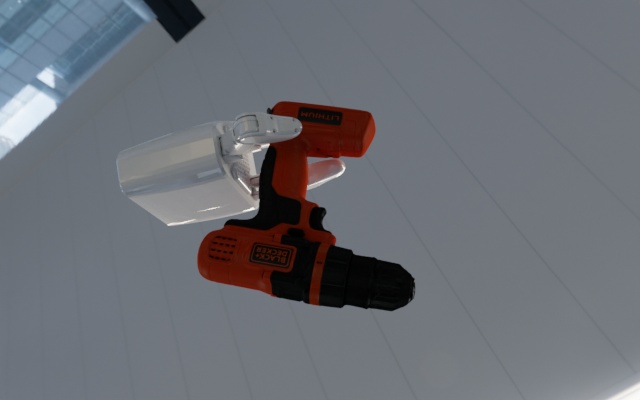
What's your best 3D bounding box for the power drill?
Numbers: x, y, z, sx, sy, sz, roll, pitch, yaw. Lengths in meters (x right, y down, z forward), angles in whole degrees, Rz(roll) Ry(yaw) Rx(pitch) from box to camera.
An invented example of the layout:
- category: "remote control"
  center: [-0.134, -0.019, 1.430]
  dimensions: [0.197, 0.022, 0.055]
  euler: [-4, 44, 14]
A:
- category: "power drill"
  center: [0.000, 0.001, 0.433]
  dimensions: [0.184, 0.187, 0.057]
  euler: [9, -30, 7]
